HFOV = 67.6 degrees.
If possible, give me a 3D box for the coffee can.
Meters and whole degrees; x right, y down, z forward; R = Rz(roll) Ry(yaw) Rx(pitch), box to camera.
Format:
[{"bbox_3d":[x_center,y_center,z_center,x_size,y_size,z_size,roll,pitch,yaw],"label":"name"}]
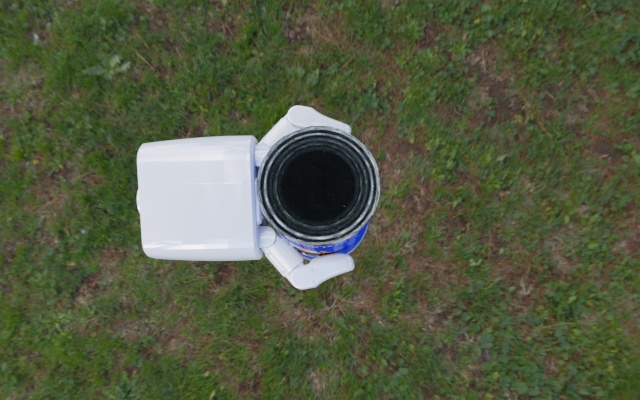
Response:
[{"bbox_3d":[0.000,0.002,0.459,0.103,0.102,0.140,0,-12,1],"label":"coffee can"}]
